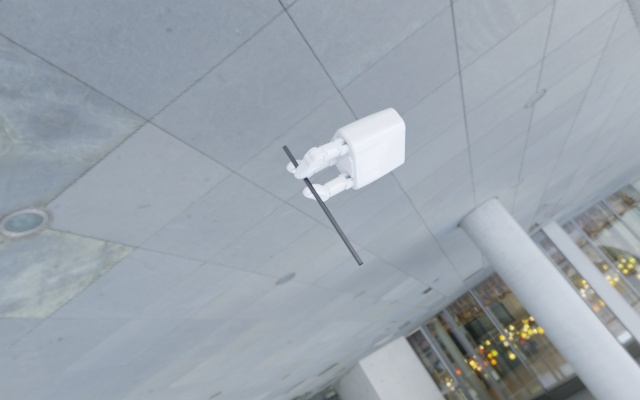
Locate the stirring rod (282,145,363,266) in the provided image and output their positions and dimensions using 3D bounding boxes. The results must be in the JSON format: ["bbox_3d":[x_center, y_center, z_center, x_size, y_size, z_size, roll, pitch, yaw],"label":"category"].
[{"bbox_3d":[0.000,0.002,0.761,0.011,0.239,0.011,-28,-23,-13],"label":"stirring rod"}]
